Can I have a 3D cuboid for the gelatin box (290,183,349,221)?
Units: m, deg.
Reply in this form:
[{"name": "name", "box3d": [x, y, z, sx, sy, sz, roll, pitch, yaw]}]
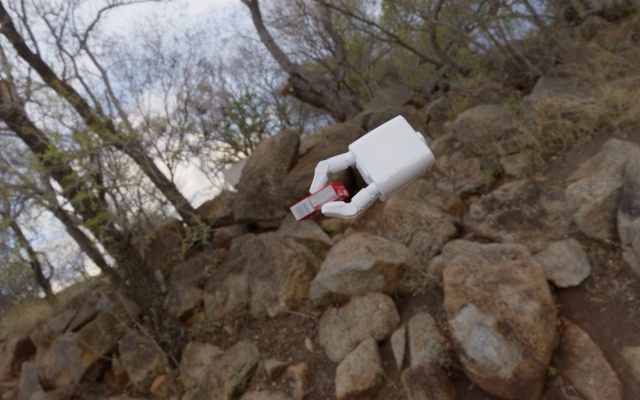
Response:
[{"name": "gelatin box", "box3d": [0.000, 0.003, 0.837, 0.089, 0.030, 0.073, -31, -7, 14]}]
